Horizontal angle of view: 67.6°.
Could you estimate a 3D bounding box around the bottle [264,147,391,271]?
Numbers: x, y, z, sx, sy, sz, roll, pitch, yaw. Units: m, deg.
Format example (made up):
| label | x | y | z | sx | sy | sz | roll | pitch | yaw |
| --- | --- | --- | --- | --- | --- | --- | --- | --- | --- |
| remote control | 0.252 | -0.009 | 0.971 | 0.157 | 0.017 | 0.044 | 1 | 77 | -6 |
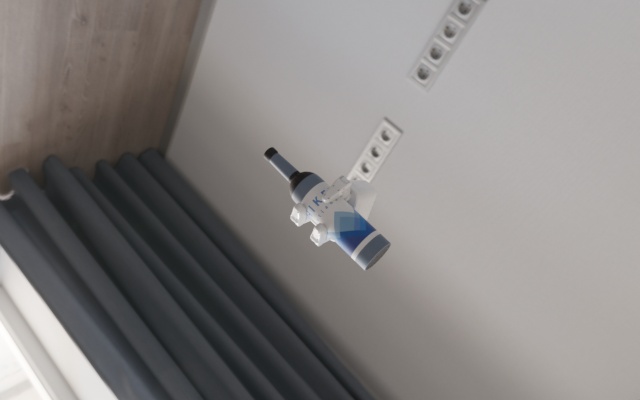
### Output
| label | x | y | z | sx | sy | sz | roll | pitch | yaw |
| --- | --- | --- | --- | --- | --- | --- | --- | --- | --- |
| bottle | 0.000 | 0.003 | 0.883 | 0.295 | 0.069 | 0.069 | 44 | 17 | 18 |
